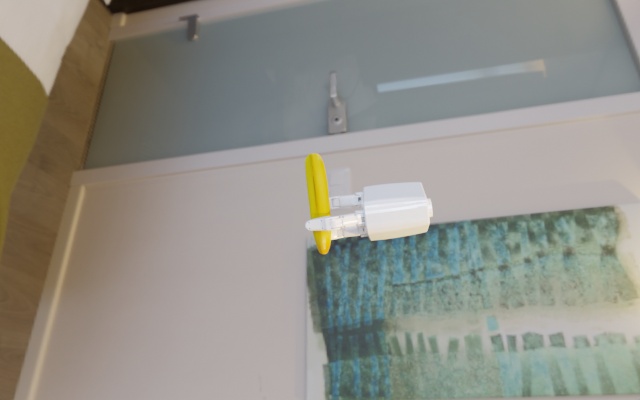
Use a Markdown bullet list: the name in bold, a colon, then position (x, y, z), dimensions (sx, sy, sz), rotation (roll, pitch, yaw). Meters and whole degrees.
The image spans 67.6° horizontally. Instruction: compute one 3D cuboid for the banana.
- **banana**: position (-0.002, -0.007, 0.846), dimensions (0.037, 0.197, 0.070), rotation (-8, -22, 4)
